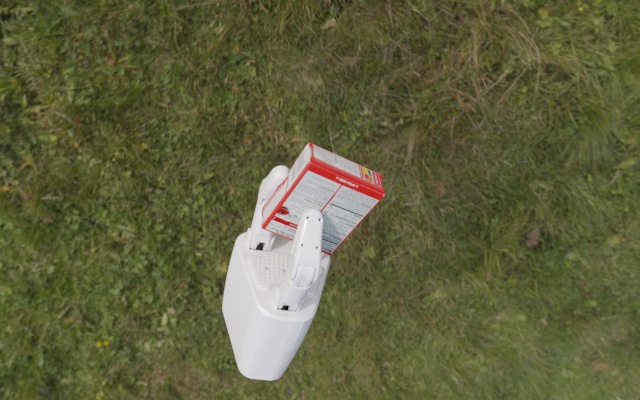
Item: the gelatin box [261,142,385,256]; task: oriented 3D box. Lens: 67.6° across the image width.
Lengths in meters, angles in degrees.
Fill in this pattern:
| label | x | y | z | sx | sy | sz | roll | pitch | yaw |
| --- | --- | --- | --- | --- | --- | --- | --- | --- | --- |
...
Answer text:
| label | x | y | z | sx | sy | sz | roll | pitch | yaw |
| --- | --- | --- | --- | --- | --- | --- | --- | --- | --- |
| gelatin box | 0.000 | 0.001 | 0.411 | 0.073 | 0.030 | 0.089 | 22 | -51 | -22 |
